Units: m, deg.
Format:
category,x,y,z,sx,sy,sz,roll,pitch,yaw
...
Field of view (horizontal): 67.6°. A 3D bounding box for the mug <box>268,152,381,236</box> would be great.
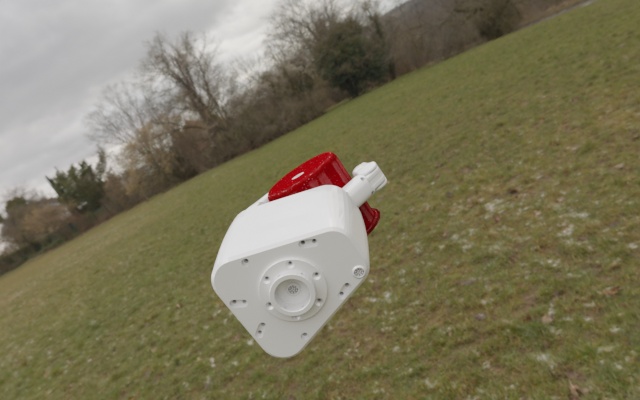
category,x,y,z,sx,sy,sz,roll,pitch,yaw
mug,0.000,0.001,0.498,0.093,0.081,0.117,-33,14,7
